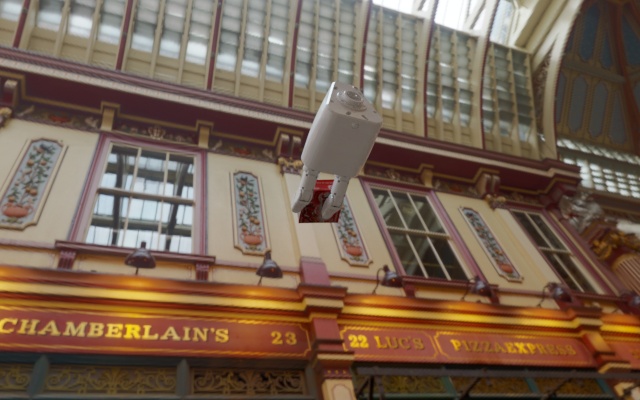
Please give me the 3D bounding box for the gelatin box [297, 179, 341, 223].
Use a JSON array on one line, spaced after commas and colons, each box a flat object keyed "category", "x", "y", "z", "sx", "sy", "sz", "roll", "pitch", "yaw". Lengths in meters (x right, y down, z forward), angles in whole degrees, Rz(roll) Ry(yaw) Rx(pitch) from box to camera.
[{"category": "gelatin box", "x": 0.000, "y": 0.003, "z": 0.832, "sx": 0.073, "sy": 0.030, "sz": 0.089, "roll": 0, "pitch": -41, "yaw": -11}]
